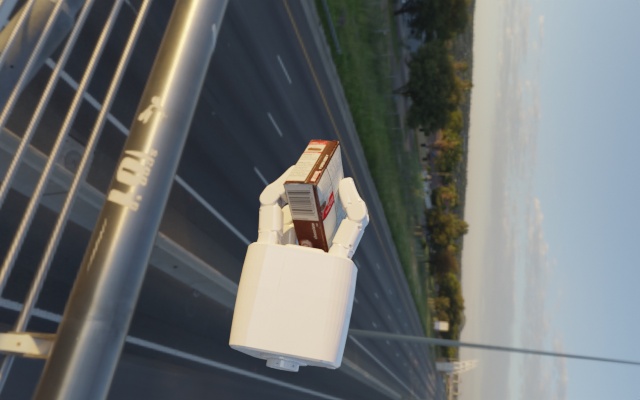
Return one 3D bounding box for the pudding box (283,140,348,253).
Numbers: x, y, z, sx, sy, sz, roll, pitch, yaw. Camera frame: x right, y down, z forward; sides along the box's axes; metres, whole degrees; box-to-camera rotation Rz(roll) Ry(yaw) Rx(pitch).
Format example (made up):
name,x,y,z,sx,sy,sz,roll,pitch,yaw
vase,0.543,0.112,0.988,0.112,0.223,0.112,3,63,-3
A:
name,x,y,z,sx,sy,sz,roll,pitch,yaw
pudding box,0.000,0.002,0.539,0.039,0.114,0.090,4,38,18
